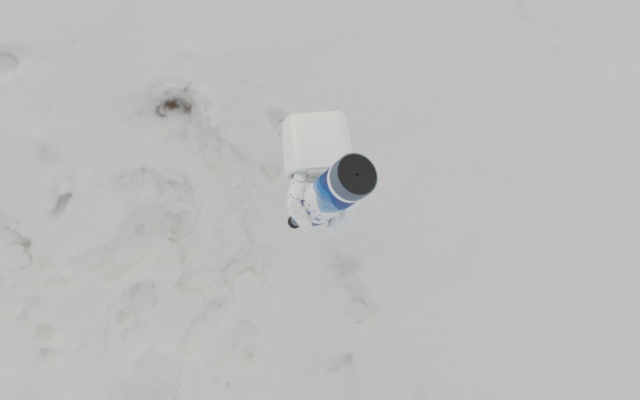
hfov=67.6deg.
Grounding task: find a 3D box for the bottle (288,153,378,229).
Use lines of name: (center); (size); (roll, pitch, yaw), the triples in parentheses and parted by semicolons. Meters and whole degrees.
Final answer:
bottle: (0.000, 0.003, 0.813); (0.069, 0.069, 0.296); (0, -16, -22)
